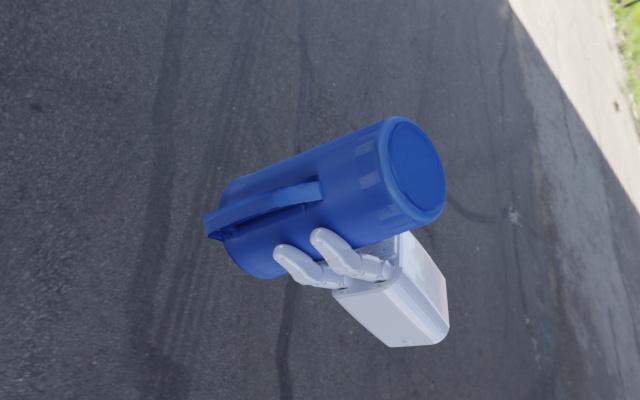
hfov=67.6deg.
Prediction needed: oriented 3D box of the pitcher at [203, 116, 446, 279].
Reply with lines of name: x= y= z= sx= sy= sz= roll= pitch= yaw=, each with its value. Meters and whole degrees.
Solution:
pitcher: x=0.000 y=0.002 z=0.516 sx=0.243 sy=0.145 sz=0.149 roll=-21 pitch=31 yaw=41
